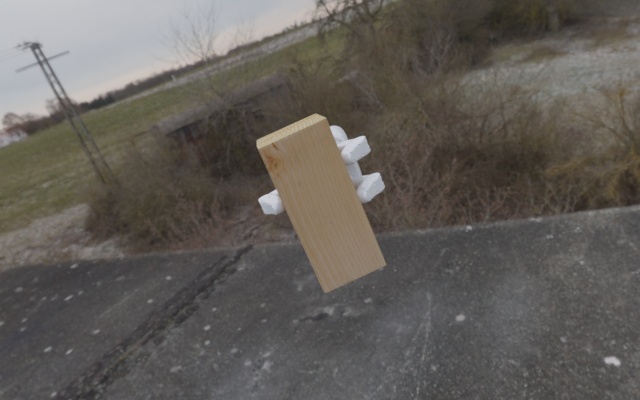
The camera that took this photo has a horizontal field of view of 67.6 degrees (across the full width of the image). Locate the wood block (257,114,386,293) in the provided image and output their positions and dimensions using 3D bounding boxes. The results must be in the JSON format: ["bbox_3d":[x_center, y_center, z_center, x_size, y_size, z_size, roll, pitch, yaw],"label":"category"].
[{"bbox_3d":[0.000,0.002,0.628,0.091,0.206,0.090,-25,16,-2],"label":"wood block"}]
